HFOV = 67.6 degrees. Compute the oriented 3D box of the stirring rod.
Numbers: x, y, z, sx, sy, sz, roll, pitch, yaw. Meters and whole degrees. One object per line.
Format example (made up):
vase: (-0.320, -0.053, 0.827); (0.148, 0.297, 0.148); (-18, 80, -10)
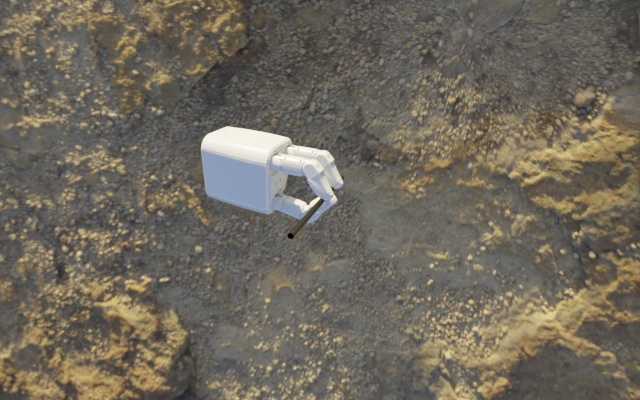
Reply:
stirring rod: (0.000, 0.002, 0.654); (0.011, 0.011, 0.239); (0, 19, 18)
